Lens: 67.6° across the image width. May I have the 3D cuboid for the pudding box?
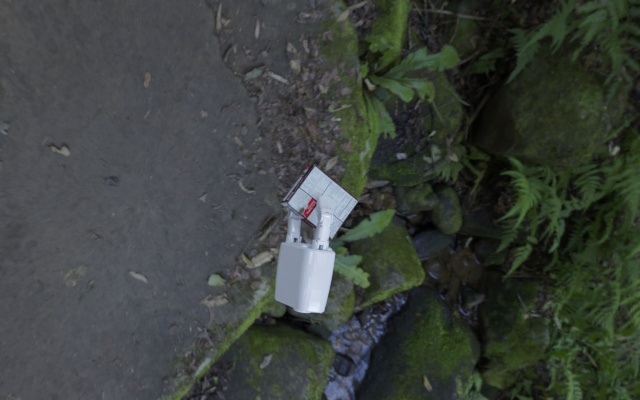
[{"bbox_3d":[0.000,0.003,0.868,0.113,0.090,0.039,39,-12,-17],"label":"pudding box"}]
